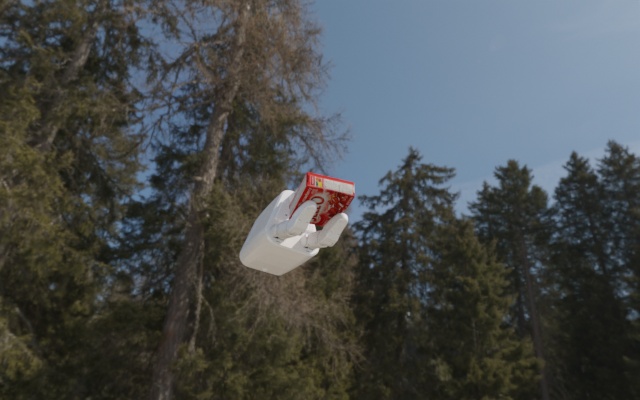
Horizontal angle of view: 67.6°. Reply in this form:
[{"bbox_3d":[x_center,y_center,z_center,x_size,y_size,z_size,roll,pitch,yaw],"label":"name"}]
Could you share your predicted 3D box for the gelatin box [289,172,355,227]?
[{"bbox_3d":[0.000,0.002,0.702,0.073,0.030,0.089,12,-39,-16],"label":"gelatin box"}]
